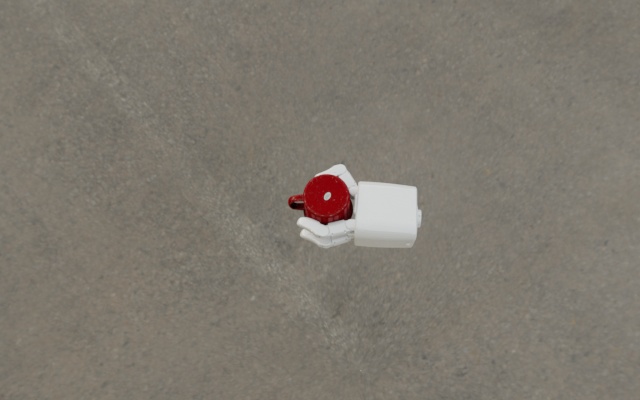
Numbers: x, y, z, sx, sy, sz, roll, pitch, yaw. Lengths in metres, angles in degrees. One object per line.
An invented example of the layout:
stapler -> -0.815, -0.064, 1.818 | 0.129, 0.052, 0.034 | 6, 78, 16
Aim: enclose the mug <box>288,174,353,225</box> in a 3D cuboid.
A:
mug -> -0.001, 0.003, 0.854 | 0.117, 0.093, 0.081 | 3, -19, 5
